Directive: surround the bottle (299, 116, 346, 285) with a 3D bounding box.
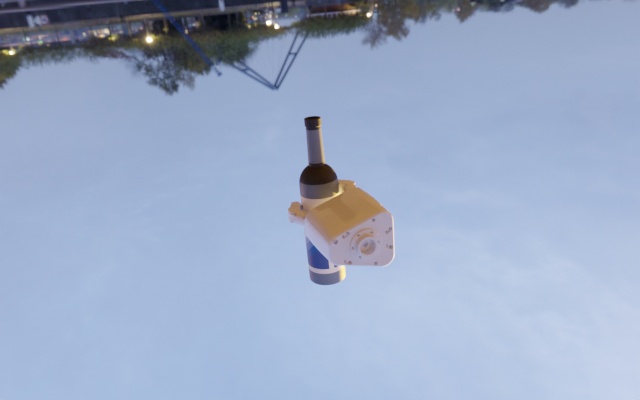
[{"bbox_3d":[0.000,0.003,0.824,0.069,0.296,0.069,-5,22,2],"label":"bottle"}]
